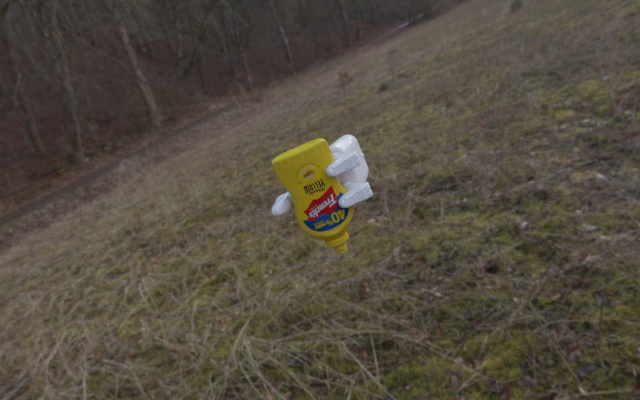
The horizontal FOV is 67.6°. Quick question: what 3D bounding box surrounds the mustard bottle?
[{"bbox_3d":[0.000,0.002,0.784,0.096,0.192,0.058,-24,15,-2],"label":"mustard bottle"}]
